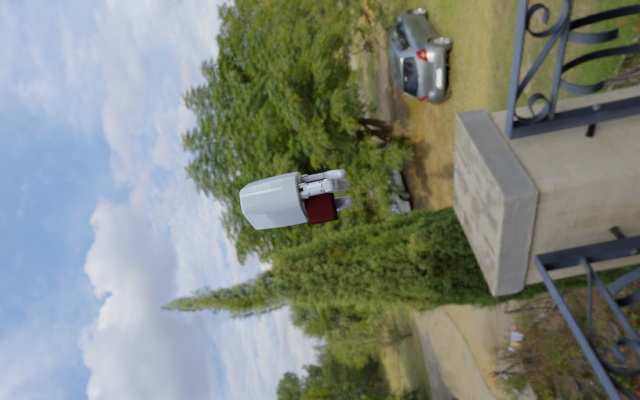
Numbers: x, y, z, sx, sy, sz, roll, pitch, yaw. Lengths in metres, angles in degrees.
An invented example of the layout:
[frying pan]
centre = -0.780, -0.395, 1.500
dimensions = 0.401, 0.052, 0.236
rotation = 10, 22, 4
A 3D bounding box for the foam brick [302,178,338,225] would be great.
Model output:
[foam brick]
centre = 0.000, 0.003, 0.882
dimensions = 0.051, 0.078, 0.053
rotation = -12, -7, 5
